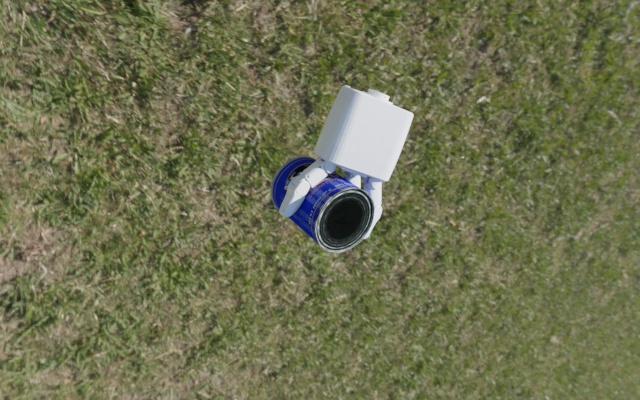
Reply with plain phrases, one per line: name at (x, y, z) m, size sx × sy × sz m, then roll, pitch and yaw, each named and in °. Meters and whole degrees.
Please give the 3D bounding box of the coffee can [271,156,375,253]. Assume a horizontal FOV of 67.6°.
coffee can at (0.000, 0.002, 0.729) m, size 0.103 × 0.103 × 0.140 m, roll 0°, pitch 23°, yaw -34°
